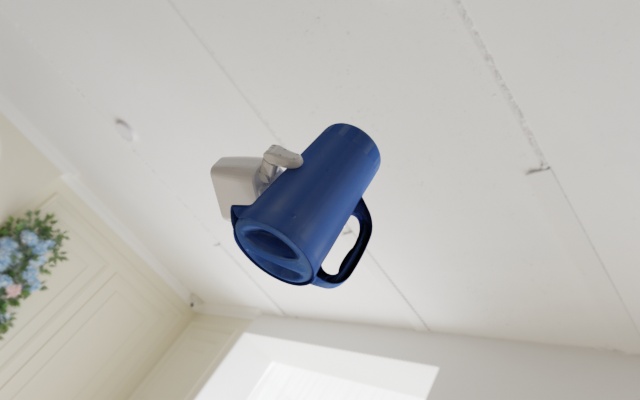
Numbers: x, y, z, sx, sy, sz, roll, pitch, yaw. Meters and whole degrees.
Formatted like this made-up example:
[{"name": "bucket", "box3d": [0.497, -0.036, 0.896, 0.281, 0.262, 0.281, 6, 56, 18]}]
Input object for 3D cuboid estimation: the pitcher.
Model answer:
[{"name": "pitcher", "box3d": [0.000, 0.002, 0.704, 0.145, 0.149, 0.242, 7, 46, 38]}]
